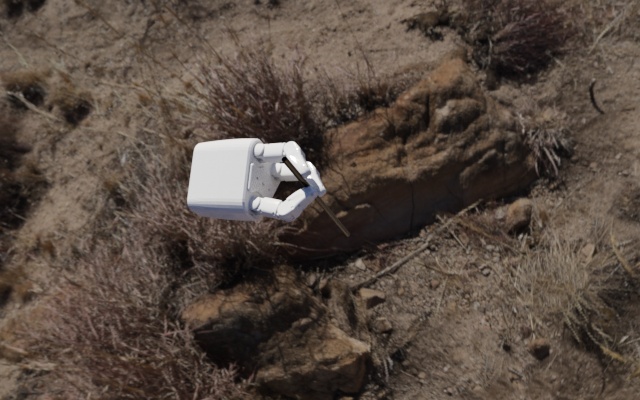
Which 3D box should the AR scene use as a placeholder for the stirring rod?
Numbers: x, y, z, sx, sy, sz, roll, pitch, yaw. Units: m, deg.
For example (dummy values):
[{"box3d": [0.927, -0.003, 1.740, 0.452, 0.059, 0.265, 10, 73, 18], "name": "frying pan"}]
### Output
[{"box3d": [0.000, 0.002, 0.692, 0.011, 0.011, 0.240, 0, -27, 25], "name": "stirring rod"}]
